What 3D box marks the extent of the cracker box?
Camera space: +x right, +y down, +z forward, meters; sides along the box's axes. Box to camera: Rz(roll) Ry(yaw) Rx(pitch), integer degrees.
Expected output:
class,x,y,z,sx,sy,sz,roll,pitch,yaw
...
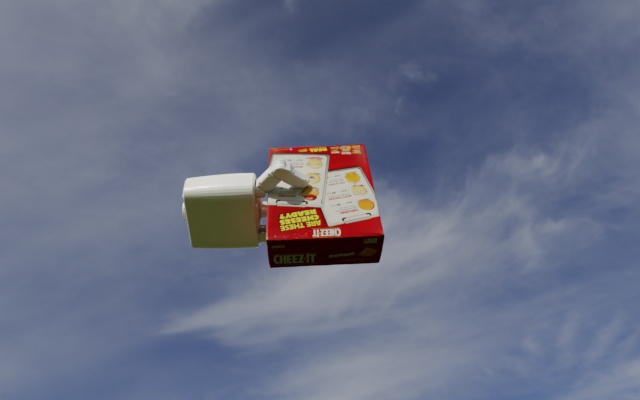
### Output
class,x,y,z,sx,sy,sz,roll,pitch,yaw
cracker box,0.000,0.002,0.746,0.164,0.072,0.213,-3,43,-2
